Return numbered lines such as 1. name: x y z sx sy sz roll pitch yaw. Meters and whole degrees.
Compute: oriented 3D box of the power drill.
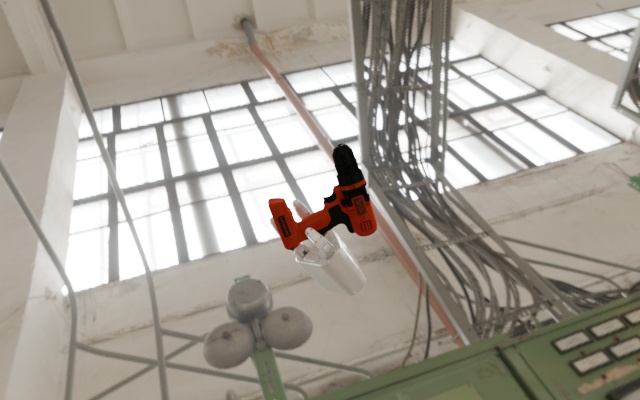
1. power drill: 0.000 0.003 0.900 0.187 0.184 0.057 -19 13 2
